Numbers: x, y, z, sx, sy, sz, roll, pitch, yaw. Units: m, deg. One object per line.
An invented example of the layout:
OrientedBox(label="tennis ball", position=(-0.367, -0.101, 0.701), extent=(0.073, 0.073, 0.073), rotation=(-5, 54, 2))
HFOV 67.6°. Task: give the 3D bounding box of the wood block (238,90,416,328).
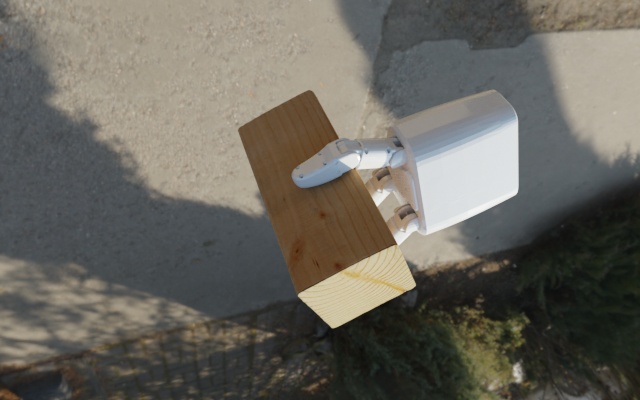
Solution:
OrientedBox(label="wood block", position=(0.000, 0.001, 0.465), extent=(0.090, 0.206, 0.091), rotation=(-28, -38, 4))
